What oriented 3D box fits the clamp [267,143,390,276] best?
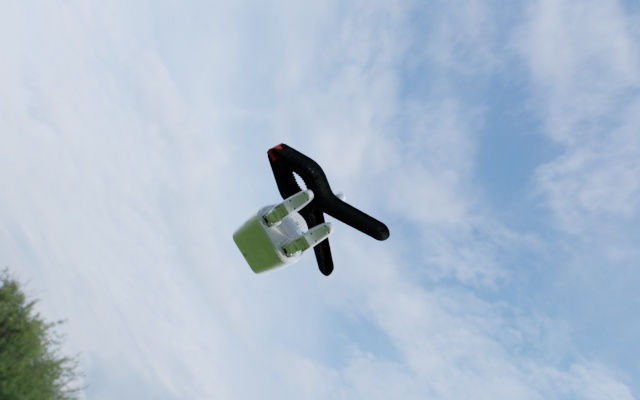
[{"bbox_3d":[0.000,0.002,0.687,0.036,0.210,0.164,-33,1,-41],"label":"clamp"}]
